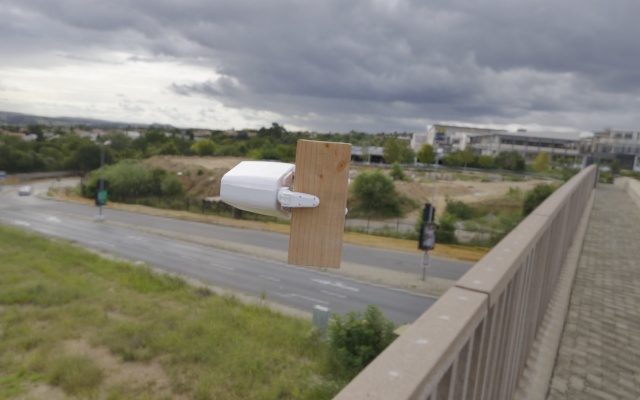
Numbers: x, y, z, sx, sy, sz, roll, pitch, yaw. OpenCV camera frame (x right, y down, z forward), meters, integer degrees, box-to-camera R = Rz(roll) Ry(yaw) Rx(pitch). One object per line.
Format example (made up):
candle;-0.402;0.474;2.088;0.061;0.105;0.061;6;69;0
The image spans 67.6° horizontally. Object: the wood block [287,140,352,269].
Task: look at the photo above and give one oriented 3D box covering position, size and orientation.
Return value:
wood block;0.000;0.003;0.819;0.090;0.206;0.091;5;8;3
